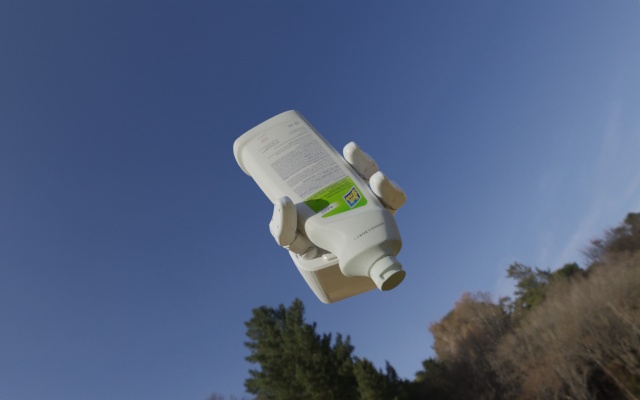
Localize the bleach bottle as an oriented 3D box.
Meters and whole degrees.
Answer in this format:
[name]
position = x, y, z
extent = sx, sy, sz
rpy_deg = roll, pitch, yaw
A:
[bleach bottle]
position = 0.000, 0.002, 0.524
extent = 0.102, 0.250, 0.068
rpy_deg = -32, -37, -9
